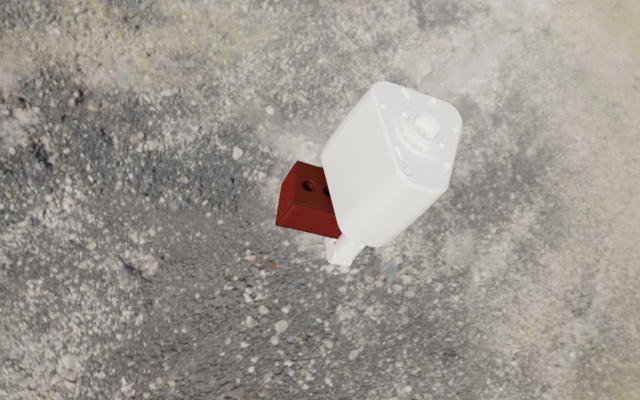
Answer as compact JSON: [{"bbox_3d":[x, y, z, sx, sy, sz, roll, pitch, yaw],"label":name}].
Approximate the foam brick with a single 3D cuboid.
[{"bbox_3d":[0.000,0.002,0.489,0.078,0.053,0.051,14,-32,-17],"label":"foam brick"}]
